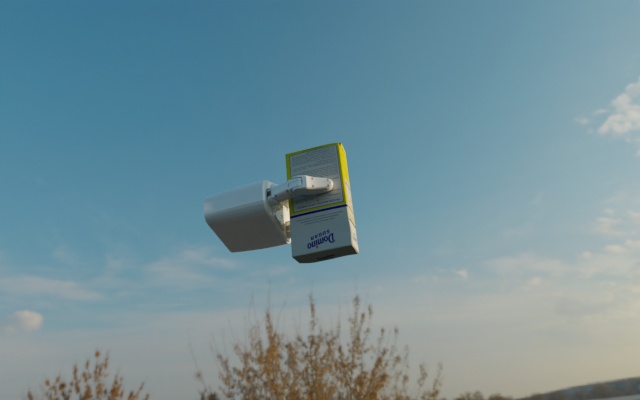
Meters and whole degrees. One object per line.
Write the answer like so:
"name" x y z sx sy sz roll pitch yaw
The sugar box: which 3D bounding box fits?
"sugar box" 0.000 0.003 0.724 0.093 0.176 0.048 -12 -26 14
